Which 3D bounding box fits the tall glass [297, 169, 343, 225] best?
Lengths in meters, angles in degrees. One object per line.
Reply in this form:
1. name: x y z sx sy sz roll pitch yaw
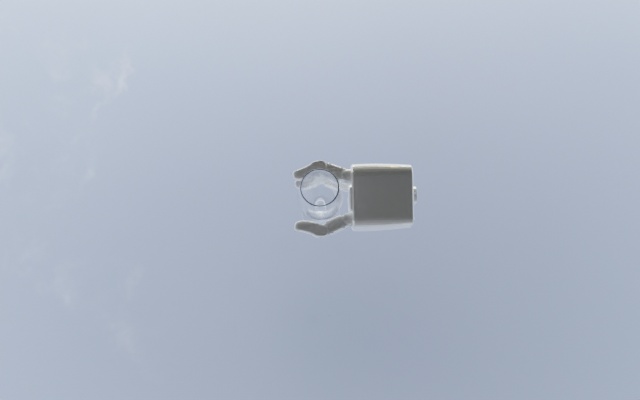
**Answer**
1. tall glass: 0.000 0.003 0.843 0.079 0.079 0.201 0 -14 1
